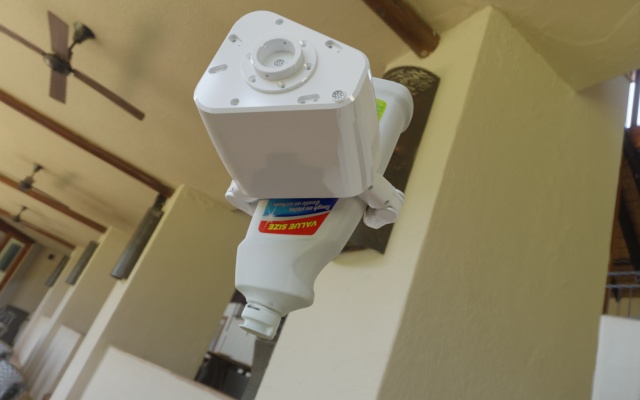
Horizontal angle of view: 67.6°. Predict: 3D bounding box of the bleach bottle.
[{"bbox_3d":[0.000,0.001,0.426,0.102,0.250,0.068,15,-25,15],"label":"bleach bottle"}]
